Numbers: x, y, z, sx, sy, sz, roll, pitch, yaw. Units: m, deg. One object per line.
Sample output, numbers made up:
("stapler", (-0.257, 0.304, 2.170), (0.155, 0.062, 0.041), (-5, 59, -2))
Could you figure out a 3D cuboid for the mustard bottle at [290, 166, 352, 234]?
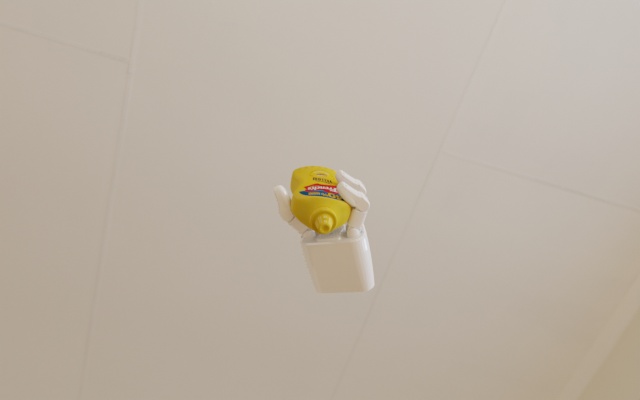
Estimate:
("mustard bottle", (0.000, 0.002, 0.771), (0.096, 0.058, 0.191), (10, 23, -8))
